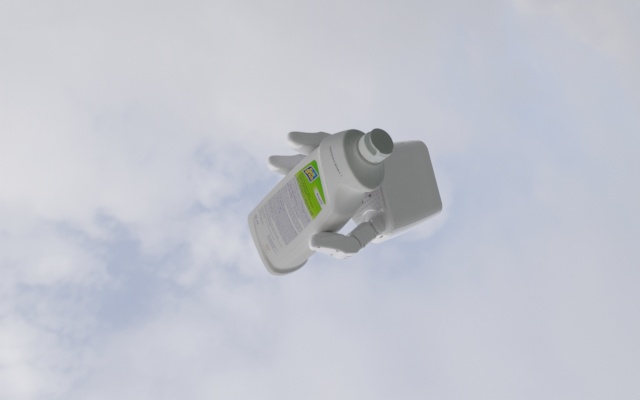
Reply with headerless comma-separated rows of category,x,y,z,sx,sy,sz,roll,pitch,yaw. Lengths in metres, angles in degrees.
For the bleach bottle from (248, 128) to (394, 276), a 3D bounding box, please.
bleach bottle,0.000,0.002,0.551,0.068,0.102,0.251,-16,-15,-38
